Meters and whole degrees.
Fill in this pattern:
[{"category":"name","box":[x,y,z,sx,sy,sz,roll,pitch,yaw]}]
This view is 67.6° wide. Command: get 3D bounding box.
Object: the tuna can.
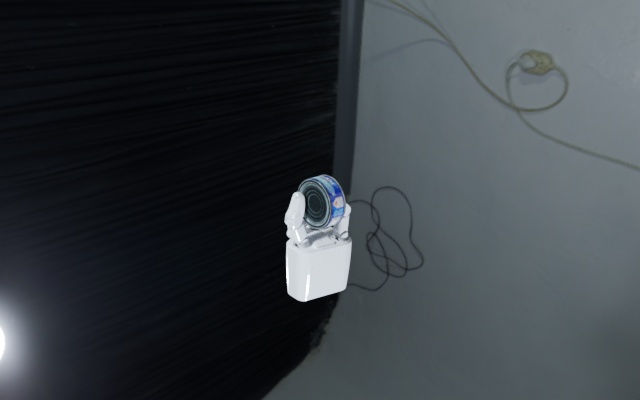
[{"category":"tuna can","box":[0.000,0.003,0.784,0.034,0.086,0.086,-16,10,-40]}]
